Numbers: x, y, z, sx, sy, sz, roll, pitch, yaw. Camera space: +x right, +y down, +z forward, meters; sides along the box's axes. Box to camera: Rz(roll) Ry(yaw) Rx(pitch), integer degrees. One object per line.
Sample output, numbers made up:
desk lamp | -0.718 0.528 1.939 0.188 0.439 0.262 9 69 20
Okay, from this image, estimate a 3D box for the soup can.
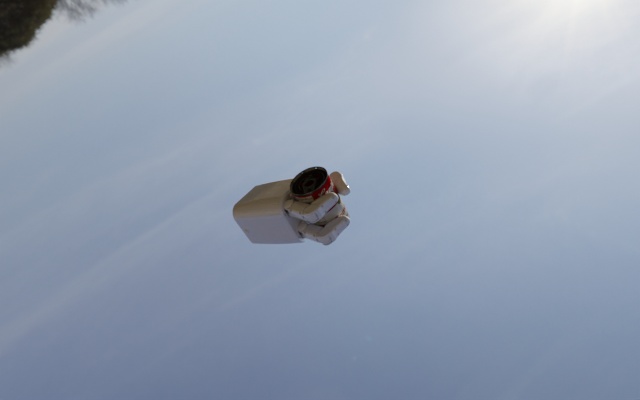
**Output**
soup can | 0.001 0.003 0.805 0.068 0.102 0.068 -18 38 15
